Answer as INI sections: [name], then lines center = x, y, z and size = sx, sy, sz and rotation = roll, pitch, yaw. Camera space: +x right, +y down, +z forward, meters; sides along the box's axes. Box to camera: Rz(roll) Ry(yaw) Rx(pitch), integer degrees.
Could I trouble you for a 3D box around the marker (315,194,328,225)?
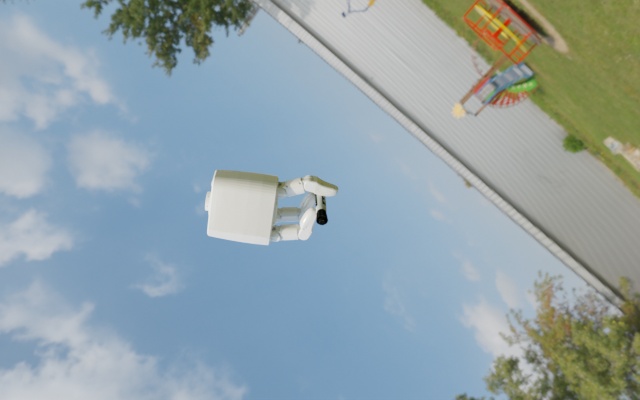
[marker]
center = 0.000, 0.003, 0.794
size = 0.020, 0.020, 0.121
rotation = 0, 32, -3
